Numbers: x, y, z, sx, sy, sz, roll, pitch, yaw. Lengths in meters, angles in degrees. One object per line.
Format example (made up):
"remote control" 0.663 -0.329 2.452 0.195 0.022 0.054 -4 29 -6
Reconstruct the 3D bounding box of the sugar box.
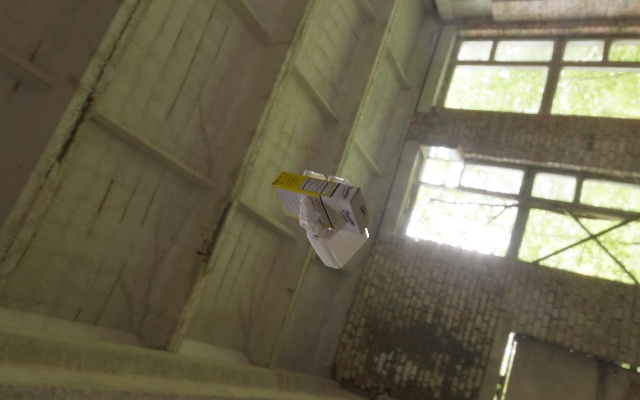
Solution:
"sugar box" 0.000 0.003 0.887 0.176 0.048 0.093 12 -36 30
